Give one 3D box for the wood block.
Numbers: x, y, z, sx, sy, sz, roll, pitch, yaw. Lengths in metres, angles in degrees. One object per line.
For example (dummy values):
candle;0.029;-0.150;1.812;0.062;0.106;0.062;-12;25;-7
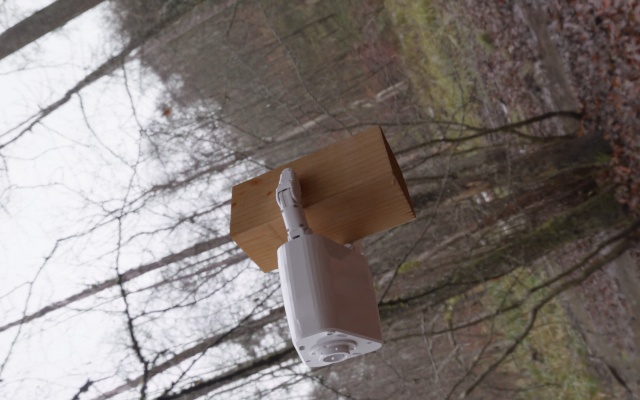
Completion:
wood block;0.000;0.002;0.593;0.206;0.090;0.091;-21;-47;14
